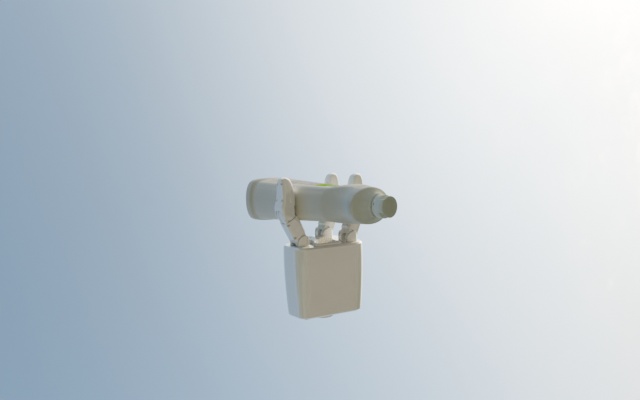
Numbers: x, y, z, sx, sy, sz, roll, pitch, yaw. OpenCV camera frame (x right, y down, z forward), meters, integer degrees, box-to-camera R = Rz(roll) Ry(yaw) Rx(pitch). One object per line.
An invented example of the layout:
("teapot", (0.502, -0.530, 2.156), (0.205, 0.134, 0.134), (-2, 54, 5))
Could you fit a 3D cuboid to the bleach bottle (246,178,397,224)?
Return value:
("bleach bottle", (0.000, 0.002, 0.692), (0.102, 0.068, 0.251), (-6, 7, -40))
